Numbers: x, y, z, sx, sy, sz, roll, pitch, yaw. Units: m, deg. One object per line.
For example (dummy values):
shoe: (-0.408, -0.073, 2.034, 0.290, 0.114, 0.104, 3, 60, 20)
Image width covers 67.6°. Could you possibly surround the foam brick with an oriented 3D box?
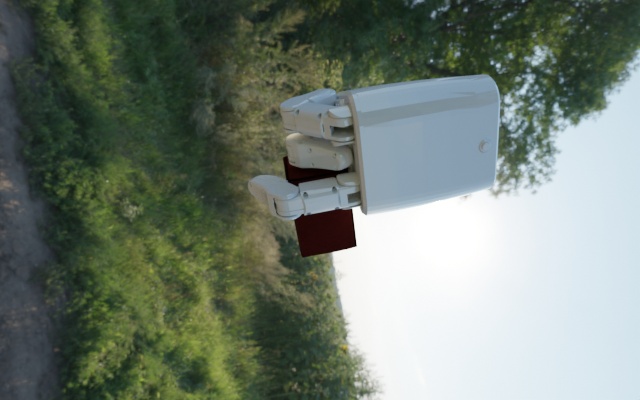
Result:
foam brick: (0.000, 0.002, 0.417, 0.051, 0.078, 0.053, -10, 30, -3)
